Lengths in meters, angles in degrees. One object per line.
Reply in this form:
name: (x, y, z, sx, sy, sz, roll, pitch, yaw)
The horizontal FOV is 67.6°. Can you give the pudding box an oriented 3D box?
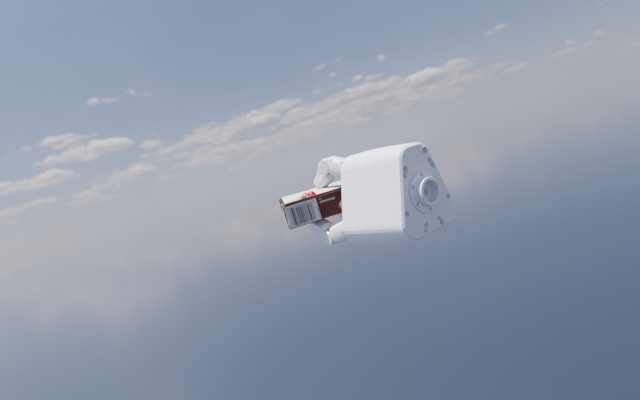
pudding box: (0.000, 0.002, 0.687, 0.113, 0.039, 0.090, -15, 7, -6)
